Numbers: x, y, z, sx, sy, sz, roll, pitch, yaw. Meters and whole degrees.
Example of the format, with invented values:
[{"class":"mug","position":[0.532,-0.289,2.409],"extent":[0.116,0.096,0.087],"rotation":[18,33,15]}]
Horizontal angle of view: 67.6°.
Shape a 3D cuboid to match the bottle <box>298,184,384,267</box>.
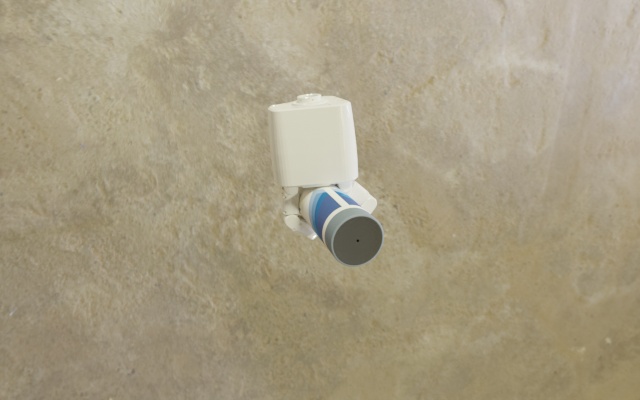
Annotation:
[{"class":"bottle","position":[0.000,0.002,0.687],"extent":[0.069,0.069,0.295],"rotation":[0,18,-18]}]
